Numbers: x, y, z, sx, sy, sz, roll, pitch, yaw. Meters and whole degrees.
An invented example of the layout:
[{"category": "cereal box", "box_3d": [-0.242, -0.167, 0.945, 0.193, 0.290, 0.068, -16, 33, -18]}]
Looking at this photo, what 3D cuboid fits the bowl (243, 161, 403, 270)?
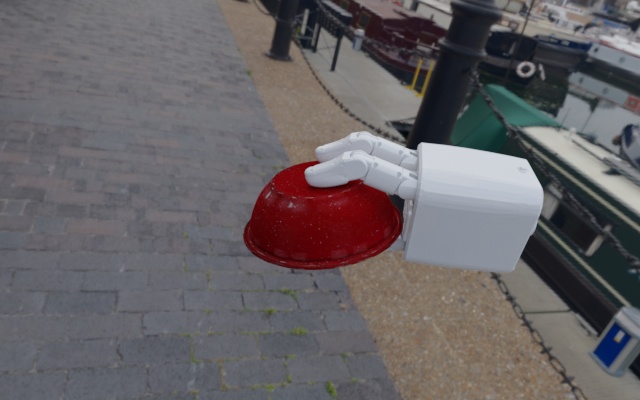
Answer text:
[{"category": "bowl", "box_3d": [-0.001, 0.001, 0.473, 0.162, 0.055, 0.162, -5, 26, 2]}]
